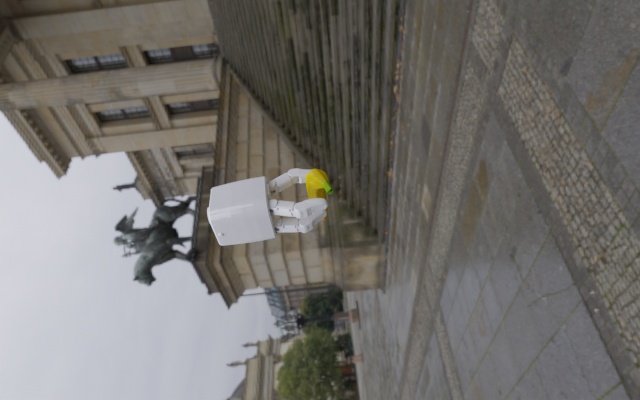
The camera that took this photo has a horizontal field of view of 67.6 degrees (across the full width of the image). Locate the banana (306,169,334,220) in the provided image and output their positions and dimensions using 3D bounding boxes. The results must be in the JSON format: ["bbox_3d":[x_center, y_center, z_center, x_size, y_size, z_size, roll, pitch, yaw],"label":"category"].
[{"bbox_3d":[-0.005,-0.015,0.895,0.037,0.069,0.198,-15,-15,-5],"label":"banana"}]
